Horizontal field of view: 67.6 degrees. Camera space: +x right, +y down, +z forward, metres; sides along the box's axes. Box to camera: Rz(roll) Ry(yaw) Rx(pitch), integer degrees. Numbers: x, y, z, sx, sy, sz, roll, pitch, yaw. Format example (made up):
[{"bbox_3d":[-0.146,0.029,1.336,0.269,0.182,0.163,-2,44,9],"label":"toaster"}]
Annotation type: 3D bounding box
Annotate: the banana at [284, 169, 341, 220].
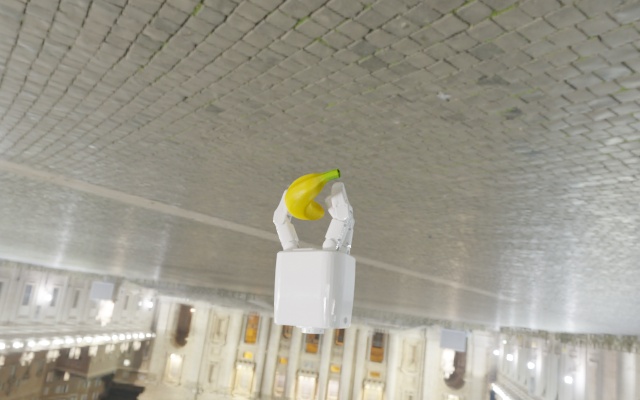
[{"bbox_3d":[-0.018,0.001,0.689,0.069,0.037,0.198,1,-15,-7],"label":"banana"}]
